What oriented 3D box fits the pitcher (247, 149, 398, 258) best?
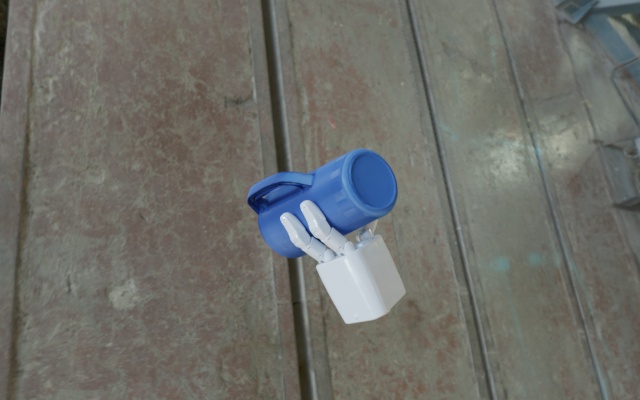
[{"bbox_3d":[0.000,0.003,0.782,0.149,0.145,0.243,-23,-3,-40],"label":"pitcher"}]
